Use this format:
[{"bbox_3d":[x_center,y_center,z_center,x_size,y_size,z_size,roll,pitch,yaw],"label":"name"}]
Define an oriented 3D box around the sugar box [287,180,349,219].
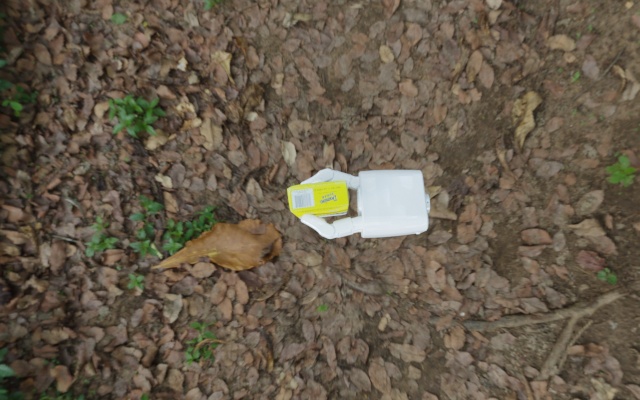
[{"bbox_3d":[0.000,0.003,0.816,0.093,0.048,0.176,-6,-9,2],"label":"sugar box"}]
